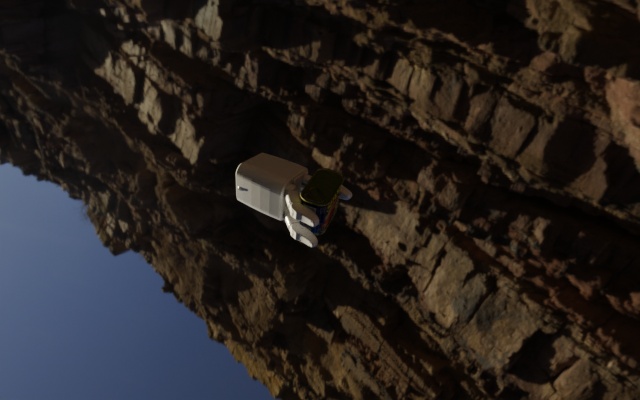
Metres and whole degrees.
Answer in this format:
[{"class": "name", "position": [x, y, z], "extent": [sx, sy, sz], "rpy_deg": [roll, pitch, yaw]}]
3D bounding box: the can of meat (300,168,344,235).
[{"class": "can of meat", "position": [0.000, 0.003, 0.900], "extent": [0.057, 0.084, 0.102], "rpy_deg": [20, 44, 13]}]
